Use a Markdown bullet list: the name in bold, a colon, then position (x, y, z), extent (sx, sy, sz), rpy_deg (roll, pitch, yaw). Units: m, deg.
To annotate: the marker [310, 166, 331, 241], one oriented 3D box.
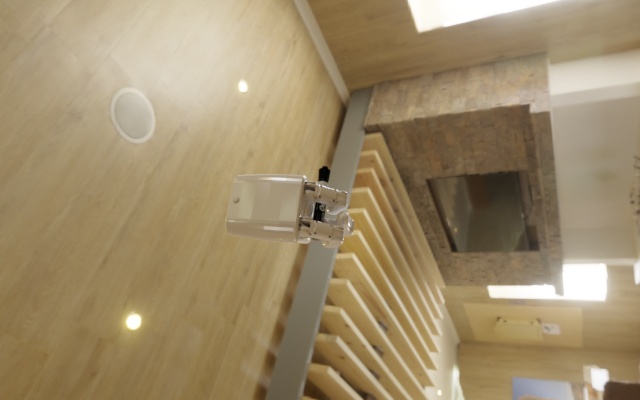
- **marker**: position (0.000, 0.002, 0.726), extent (0.020, 0.121, 0.020), rpy_deg (6, -23, 3)
